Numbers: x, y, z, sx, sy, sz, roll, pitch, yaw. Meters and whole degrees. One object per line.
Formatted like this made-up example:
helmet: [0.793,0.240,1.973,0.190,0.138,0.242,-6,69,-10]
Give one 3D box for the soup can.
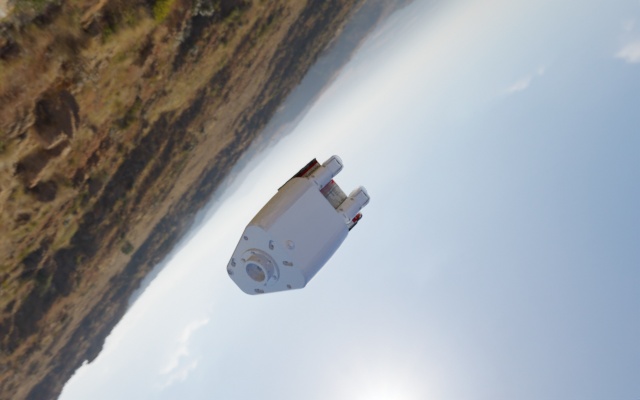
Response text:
soup can: [0.000,0.002,0.644,0.068,0.102,0.068,-40,5,4]
